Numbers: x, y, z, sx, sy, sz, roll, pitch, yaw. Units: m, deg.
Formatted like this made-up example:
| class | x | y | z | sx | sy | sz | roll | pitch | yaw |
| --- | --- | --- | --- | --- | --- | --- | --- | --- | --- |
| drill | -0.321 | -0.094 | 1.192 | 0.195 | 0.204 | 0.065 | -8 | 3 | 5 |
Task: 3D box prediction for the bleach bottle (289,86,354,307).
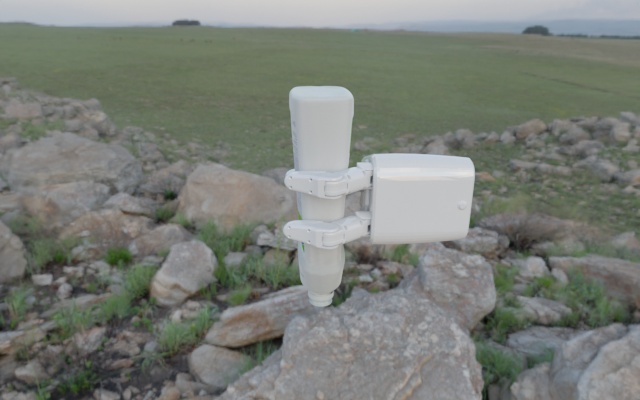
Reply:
| class | x | y | z | sx | sy | sz | roll | pitch | yaw |
| --- | --- | --- | --- | --- | --- | --- | --- | --- | --- |
| bleach bottle | 0.000 | 0.002 | 0.549 | 0.068 | 0.251 | 0.102 | -1 | 20 | -4 |
